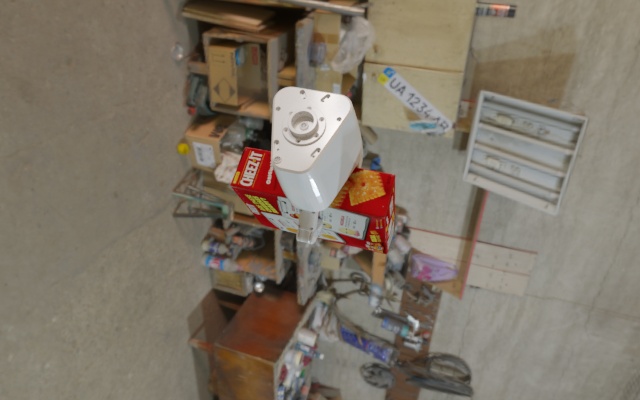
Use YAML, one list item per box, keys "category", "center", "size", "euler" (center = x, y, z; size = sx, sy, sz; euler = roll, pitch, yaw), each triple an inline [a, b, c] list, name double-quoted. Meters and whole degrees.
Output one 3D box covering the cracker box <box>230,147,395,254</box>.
- category: "cracker box"
  center: [0.000, 0.002, 0.696]
  size: [0.213, 0.072, 0.164]
  euler: [12, -20, 14]
